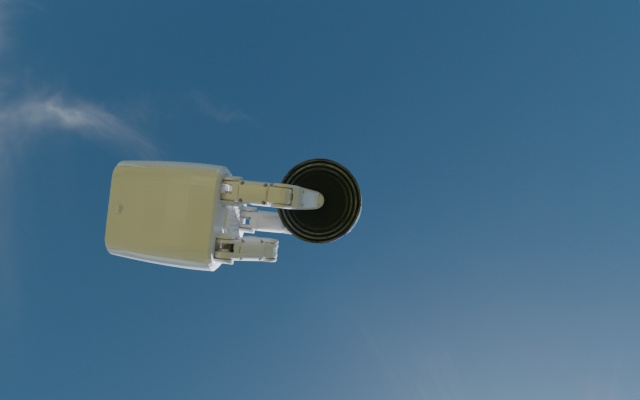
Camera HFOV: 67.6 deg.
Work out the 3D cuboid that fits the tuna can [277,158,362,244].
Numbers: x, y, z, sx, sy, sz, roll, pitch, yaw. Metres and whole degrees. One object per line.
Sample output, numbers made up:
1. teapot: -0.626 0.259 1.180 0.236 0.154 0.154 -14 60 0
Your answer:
1. tuna can: 0.000 0.002 0.493 0.086 0.086 0.034 0 -5 8
